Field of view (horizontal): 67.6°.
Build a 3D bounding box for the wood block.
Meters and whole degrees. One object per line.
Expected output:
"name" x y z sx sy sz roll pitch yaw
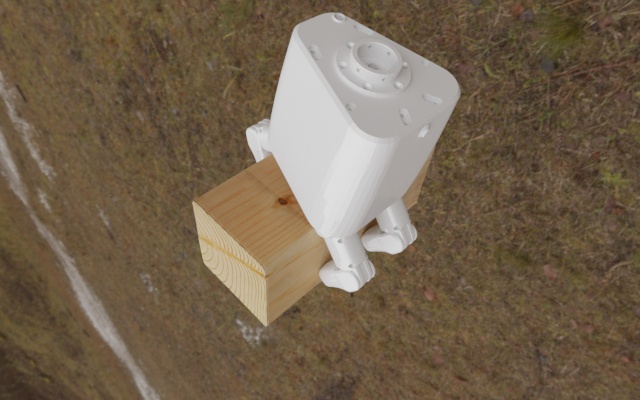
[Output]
"wood block" 0.000 0.001 0.435 0.206 0.090 0.090 -35 60 -31
